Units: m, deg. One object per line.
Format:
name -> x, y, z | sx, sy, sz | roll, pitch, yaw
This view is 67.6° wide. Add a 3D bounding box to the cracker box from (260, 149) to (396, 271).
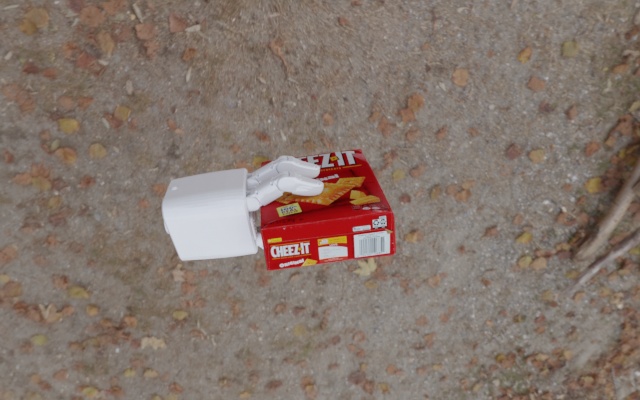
cracker box -> 0.000, 0.002, 0.668 | 0.164, 0.072, 0.213 | -7, 28, -3
